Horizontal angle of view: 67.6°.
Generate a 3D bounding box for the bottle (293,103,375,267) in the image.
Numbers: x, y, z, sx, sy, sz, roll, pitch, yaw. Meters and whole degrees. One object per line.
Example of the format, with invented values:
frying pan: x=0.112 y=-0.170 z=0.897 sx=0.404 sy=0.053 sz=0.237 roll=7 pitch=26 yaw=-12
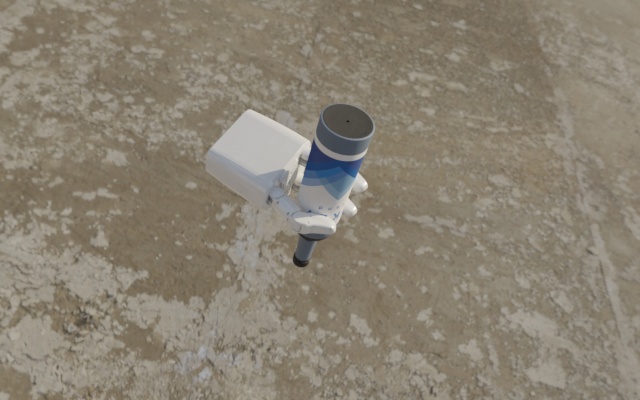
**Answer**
bottle: x=0.000 y=0.002 z=0.665 sx=0.069 sy=0.069 sz=0.296 roll=0 pitch=-40 yaw=-17
